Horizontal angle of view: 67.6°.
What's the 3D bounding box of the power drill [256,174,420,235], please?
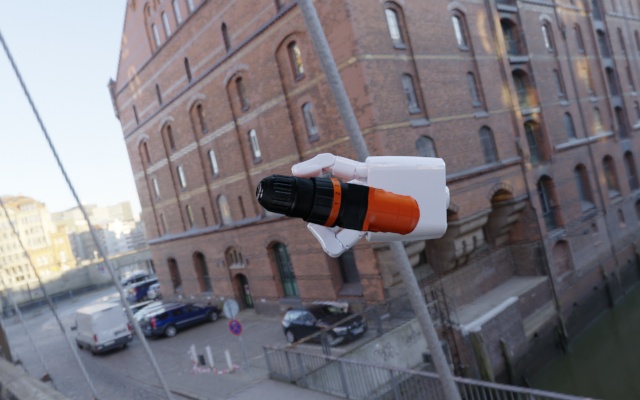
[{"bbox_3d":[0.000,0.002,0.578,0.184,0.057,0.187,11,1,-18],"label":"power drill"}]
